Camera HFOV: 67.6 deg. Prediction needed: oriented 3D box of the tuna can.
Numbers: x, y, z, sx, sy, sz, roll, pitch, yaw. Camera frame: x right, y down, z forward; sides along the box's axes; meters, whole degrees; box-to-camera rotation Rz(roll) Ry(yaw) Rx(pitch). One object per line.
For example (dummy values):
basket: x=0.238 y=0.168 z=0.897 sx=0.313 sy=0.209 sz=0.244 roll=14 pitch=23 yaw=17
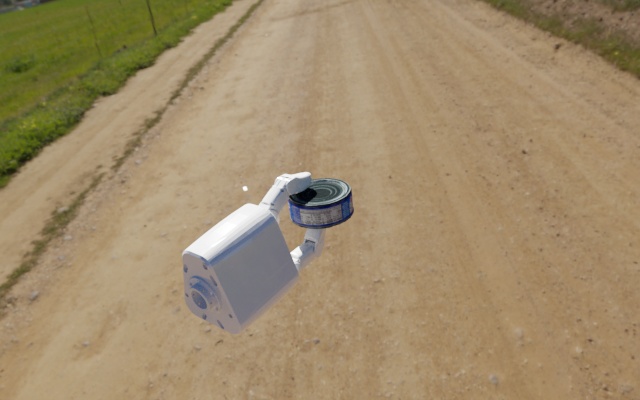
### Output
tuna can: x=0.000 y=0.002 z=0.627 sx=0.086 sy=0.034 sz=0.086 roll=-6 pitch=26 yaw=3
